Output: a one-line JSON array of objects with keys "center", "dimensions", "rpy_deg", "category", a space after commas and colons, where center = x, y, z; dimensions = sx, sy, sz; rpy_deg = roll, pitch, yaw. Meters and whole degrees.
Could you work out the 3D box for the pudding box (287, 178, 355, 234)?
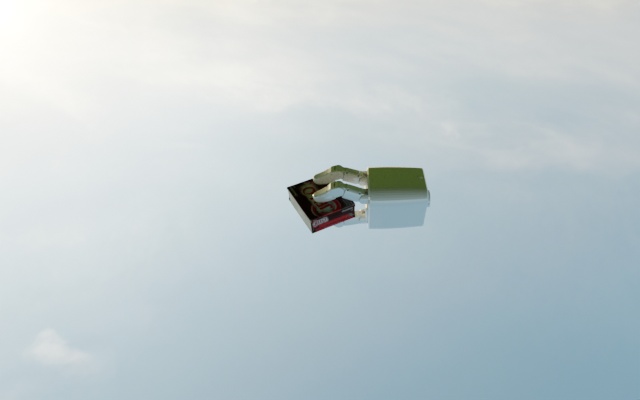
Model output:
[{"center": [0.000, 0.003, 0.888], "dimensions": [0.090, 0.039, 0.113], "rpy_deg": [-20, 40, -18], "category": "pudding box"}]
